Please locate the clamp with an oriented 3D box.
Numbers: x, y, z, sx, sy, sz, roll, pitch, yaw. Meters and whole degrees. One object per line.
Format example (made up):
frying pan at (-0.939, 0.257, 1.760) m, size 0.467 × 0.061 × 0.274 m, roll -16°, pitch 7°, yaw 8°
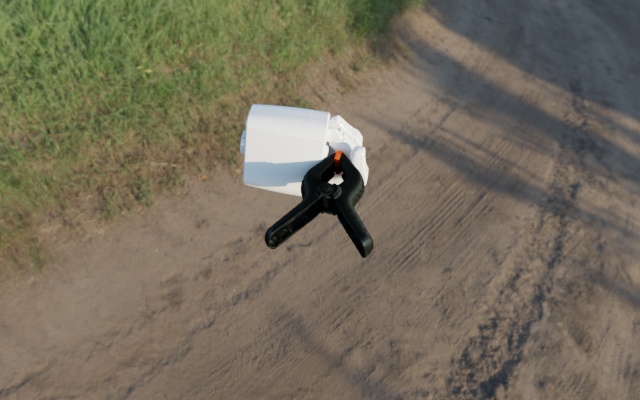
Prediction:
clamp at (0.000, 0.001, 0.572) m, size 0.120 × 0.039 × 0.171 m, roll 3°, pitch 40°, yaw 1°
